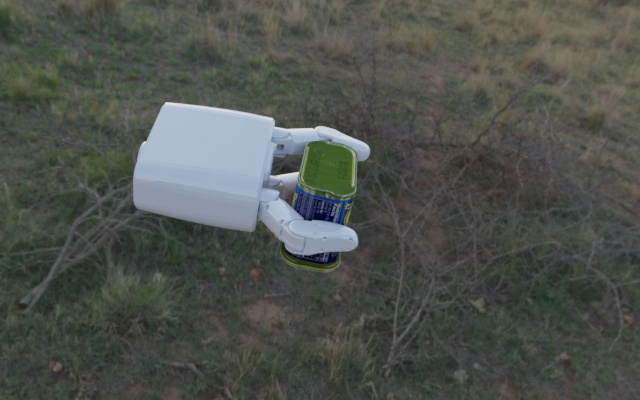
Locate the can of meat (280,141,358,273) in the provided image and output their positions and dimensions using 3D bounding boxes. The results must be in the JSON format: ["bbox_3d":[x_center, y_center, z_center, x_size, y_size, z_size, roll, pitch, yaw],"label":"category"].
[{"bbox_3d":[0.000,0.001,0.450,0.057,0.084,0.102,11,33,-3],"label":"can of meat"}]
